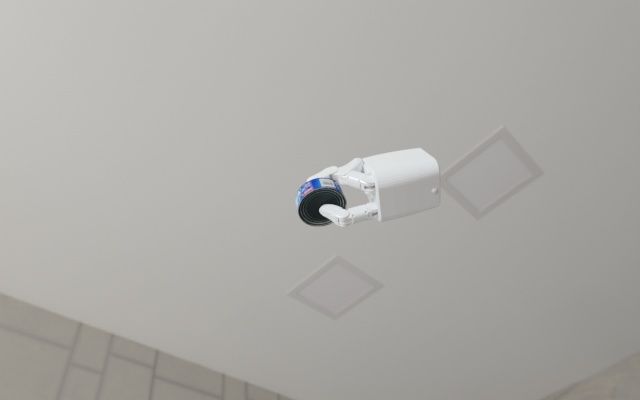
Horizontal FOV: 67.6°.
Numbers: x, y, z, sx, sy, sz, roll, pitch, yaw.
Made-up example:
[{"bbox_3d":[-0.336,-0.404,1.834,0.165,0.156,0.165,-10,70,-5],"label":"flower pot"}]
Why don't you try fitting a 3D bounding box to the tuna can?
[{"bbox_3d":[0.000,0.002,0.828,0.086,0.086,0.033,0,38,-16],"label":"tuna can"}]
